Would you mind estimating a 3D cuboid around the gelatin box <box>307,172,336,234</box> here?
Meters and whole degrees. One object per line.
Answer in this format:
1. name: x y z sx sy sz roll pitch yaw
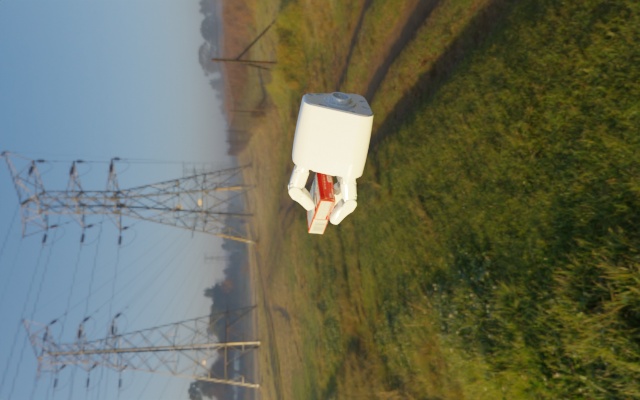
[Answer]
1. gelatin box: 0.000 0.003 0.834 0.030 0.073 0.089 7 -45 -14
